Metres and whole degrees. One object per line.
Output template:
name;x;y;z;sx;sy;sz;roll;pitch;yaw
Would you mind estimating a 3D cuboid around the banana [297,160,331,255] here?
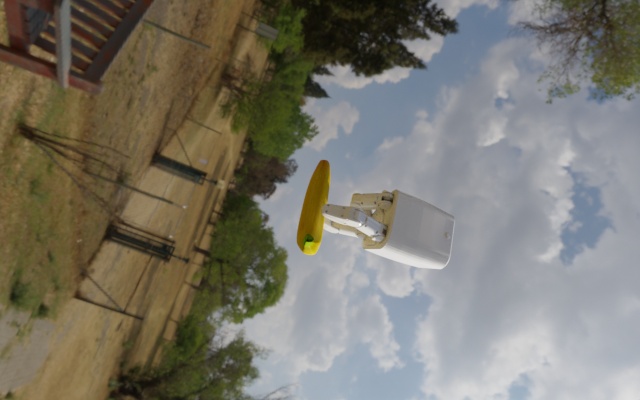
banana;-0.007;0.018;0.716;0.037;0.070;0.197;21;37;-10
